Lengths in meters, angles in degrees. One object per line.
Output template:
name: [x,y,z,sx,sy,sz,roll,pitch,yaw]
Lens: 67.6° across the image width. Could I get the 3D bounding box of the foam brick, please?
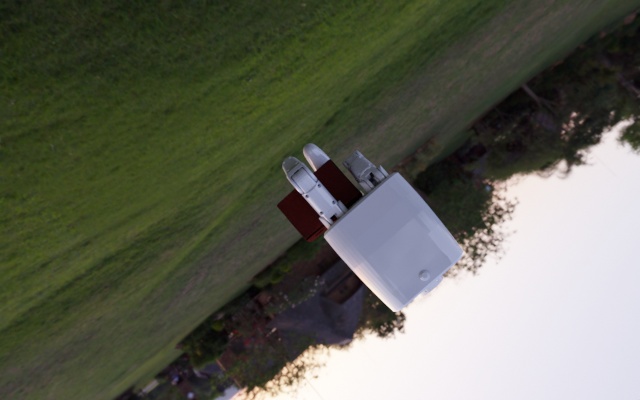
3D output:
foam brick: [0.000,0.002,0.519,0.078,0.051,0.053,-41,-7,1]
